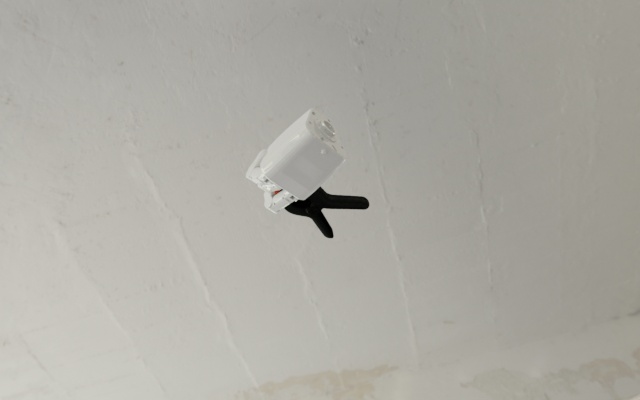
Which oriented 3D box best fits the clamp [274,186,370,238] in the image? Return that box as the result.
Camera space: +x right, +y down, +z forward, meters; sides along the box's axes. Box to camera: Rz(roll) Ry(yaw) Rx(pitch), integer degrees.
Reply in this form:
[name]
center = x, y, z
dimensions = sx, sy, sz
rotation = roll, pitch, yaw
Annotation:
[clamp]
center = 0.000, 0.002, 0.853
dimensions = 0.171, 0.039, 0.120
rotation = 32, -58, -34
